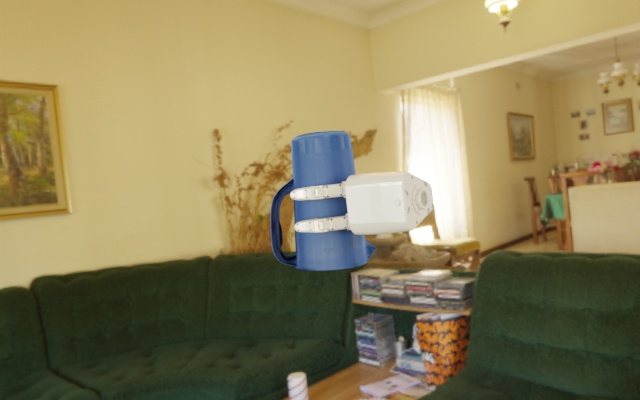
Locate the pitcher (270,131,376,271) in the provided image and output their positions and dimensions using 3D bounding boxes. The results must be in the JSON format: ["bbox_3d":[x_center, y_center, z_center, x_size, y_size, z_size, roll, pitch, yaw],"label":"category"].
[{"bbox_3d":[0.000,0.003,0.861,0.145,0.243,0.149,-5,2,38],"label":"pitcher"}]
